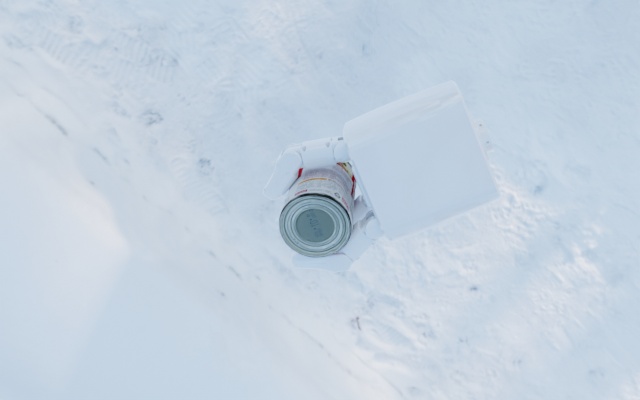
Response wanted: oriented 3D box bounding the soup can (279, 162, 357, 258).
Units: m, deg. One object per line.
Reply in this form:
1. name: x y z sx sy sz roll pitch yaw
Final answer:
1. soup can: 0.000 0.002 0.469 0.068 0.068 0.102 0 27 6
